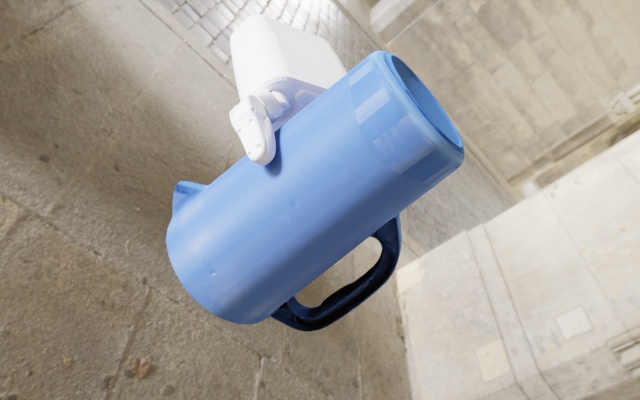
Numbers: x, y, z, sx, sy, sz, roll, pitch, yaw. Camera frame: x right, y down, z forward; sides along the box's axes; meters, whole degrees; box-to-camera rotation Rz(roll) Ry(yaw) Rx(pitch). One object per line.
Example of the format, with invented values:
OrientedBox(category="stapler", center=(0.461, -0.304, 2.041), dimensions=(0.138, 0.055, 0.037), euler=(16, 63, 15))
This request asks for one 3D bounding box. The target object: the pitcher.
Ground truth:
OrientedBox(category="pitcher", center=(0.000, 0.001, 0.408), dimensions=(0.243, 0.145, 0.149), euler=(-37, -39, 25))
